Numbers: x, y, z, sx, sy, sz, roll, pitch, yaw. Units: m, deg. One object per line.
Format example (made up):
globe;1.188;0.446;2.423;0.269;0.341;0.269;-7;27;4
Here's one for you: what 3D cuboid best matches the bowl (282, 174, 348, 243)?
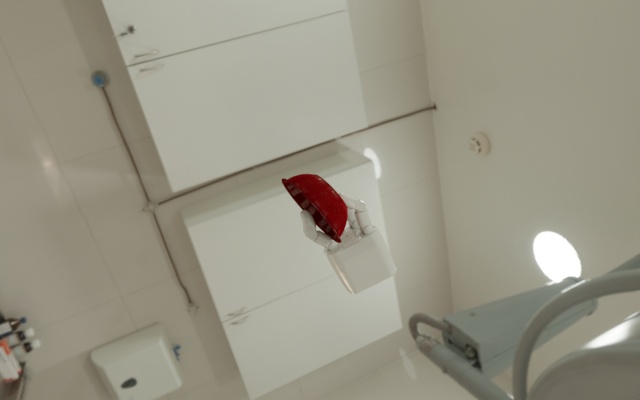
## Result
bowl;0.000;0.002;0.893;0.055;0.162;0.162;-43;8;-9
